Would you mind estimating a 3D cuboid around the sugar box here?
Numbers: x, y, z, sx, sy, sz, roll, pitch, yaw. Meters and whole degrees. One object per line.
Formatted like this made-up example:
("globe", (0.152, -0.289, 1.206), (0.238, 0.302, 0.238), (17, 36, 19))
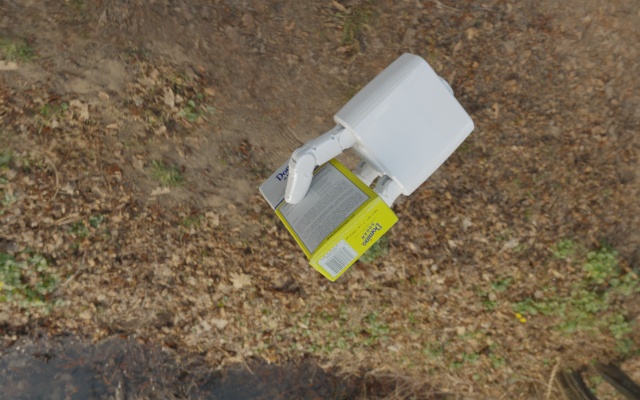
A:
("sugar box", (0.001, 0.002, 0.528), (0.048, 0.093, 0.176), (46, 1, -32))
